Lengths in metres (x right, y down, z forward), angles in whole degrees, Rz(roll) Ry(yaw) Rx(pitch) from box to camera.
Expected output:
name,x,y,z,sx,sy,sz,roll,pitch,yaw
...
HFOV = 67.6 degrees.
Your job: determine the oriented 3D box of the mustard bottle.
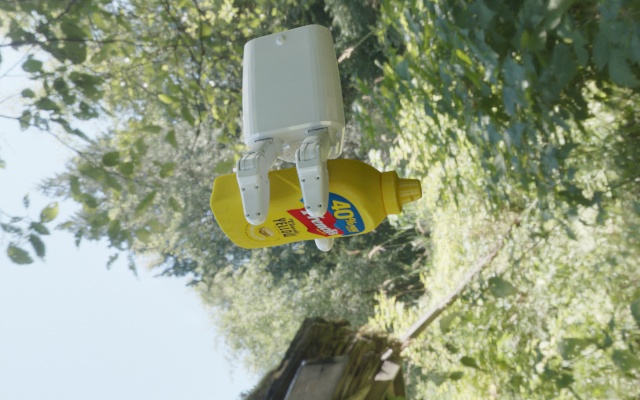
name,x,y,z,sx,sy,sz,roll,pitch,yaw
mustard bottle,0.000,0.002,0.459,0.191,0.058,0.096,-8,-37,15
